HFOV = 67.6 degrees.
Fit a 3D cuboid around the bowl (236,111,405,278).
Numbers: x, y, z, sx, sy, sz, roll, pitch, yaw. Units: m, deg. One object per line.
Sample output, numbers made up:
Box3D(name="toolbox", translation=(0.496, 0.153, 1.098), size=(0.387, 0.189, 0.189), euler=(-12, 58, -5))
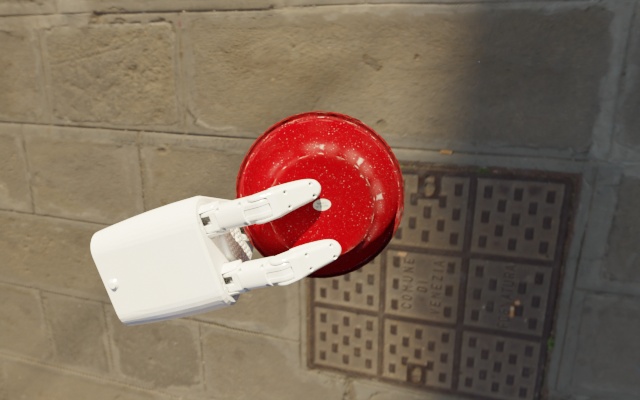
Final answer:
Box3D(name="bowl", translation=(0.001, 0.001, 0.430), size=(0.162, 0.162, 0.055), euler=(0, 10, -1))
